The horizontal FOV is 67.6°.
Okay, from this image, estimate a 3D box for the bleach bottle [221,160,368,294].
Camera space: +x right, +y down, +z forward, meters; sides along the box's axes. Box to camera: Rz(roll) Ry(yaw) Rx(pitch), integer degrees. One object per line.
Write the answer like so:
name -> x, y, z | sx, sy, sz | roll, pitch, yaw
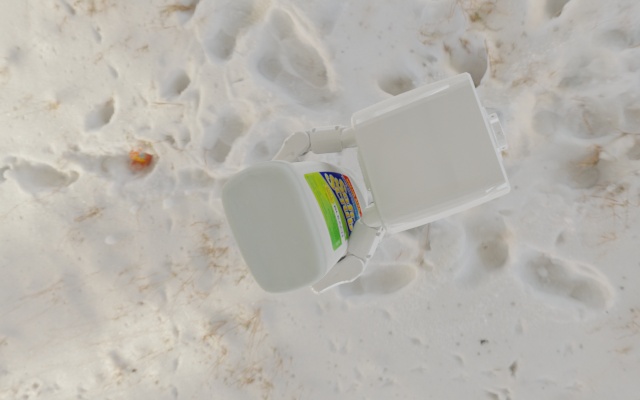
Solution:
bleach bottle -> 0.000, 0.002, 0.465 | 0.068, 0.102, 0.251 | -19, 4, 19
